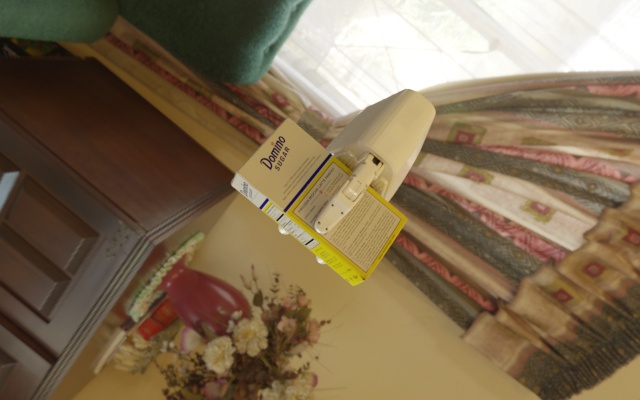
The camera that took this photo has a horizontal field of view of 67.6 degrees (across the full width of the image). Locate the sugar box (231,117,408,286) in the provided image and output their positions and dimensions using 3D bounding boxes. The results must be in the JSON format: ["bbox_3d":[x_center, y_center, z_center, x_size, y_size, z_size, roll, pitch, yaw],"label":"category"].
[{"bbox_3d":[0.000,0.002,0.523,0.176,0.093,0.048,40,-28,-2],"label":"sugar box"}]
